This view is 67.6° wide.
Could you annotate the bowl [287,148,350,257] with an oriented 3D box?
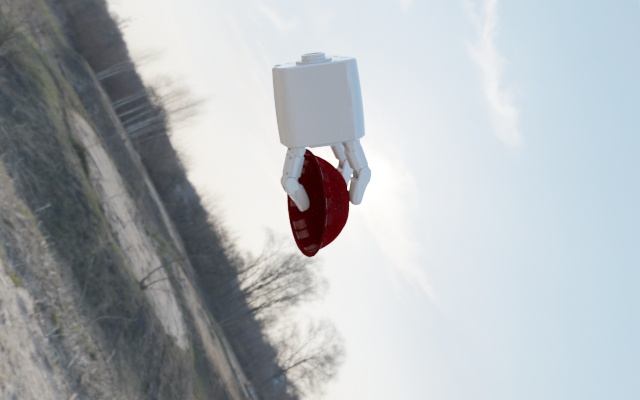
[{"bbox_3d":[0.000,0.003,0.717,0.055,0.162,0.162,-3,1,-23],"label":"bowl"}]
